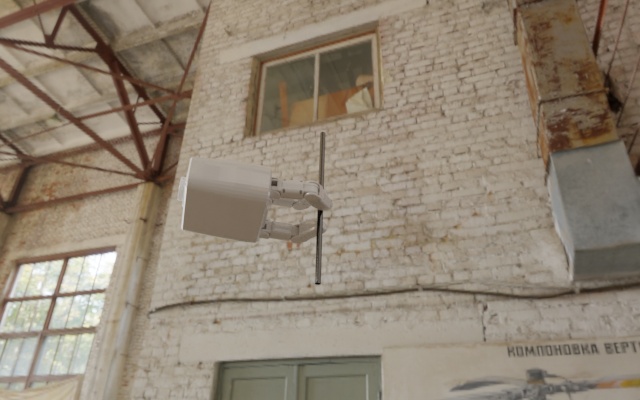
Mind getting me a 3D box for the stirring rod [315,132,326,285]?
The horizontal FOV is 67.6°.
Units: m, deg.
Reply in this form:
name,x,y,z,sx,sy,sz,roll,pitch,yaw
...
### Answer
name,x,y,z,sx,sy,sz,roll,pitch,yaw
stirring rod,0.000,0.002,0.673,0.011,0.239,0.011,1,-29,1
